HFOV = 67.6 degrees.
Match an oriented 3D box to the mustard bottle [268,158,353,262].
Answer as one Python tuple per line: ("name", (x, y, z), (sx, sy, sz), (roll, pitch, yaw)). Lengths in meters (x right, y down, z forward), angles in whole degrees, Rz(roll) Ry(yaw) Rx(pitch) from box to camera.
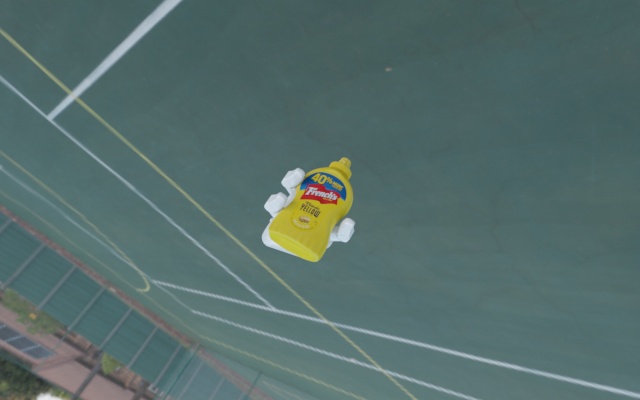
("mustard bottle", (0.000, 0.003, 0.801), (0.096, 0.191, 0.058), (25, -27, 15))
